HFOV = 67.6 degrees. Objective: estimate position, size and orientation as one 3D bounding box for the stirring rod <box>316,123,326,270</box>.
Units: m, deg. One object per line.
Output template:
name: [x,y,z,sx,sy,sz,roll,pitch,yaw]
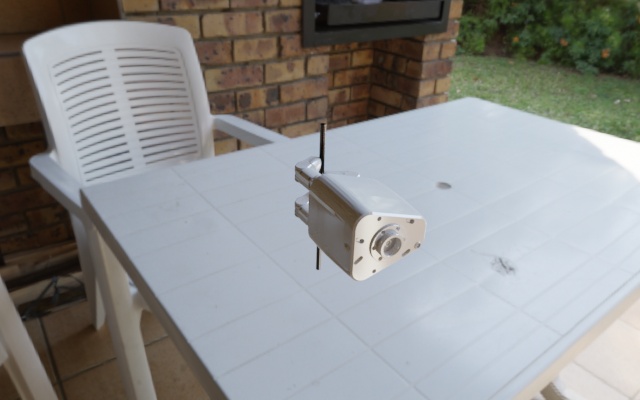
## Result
stirring rod: [0.000,0.002,0.707,0.011,0.240,0.011,1,28,-1]
